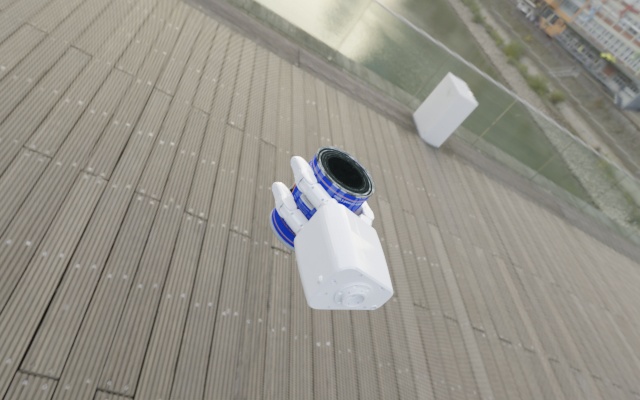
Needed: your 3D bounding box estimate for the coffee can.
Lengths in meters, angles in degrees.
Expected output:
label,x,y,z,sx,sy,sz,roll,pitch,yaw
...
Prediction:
label,x,y,z,sx,sy,sz,roll,pitch,yaw
coffee can,0.000,0.002,0.729,0.103,0.102,0.140,0,-41,-45
